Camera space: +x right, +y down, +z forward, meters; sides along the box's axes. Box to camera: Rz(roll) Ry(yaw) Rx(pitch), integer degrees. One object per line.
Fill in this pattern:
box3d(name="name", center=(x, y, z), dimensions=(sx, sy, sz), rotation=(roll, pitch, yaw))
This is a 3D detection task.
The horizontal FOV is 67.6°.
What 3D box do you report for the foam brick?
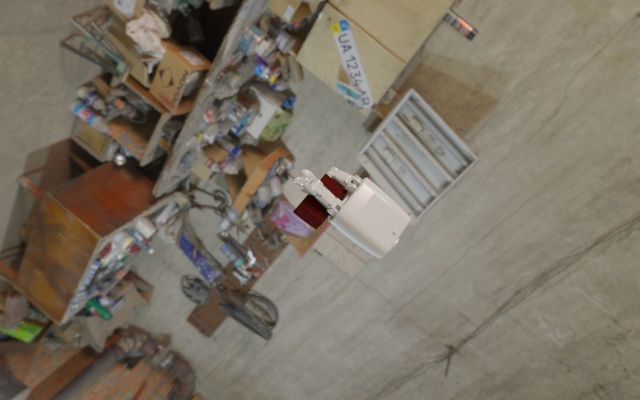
box3d(name="foam brick", center=(0.000, 0.003, 0.821), dimensions=(0.051, 0.078, 0.053), rotation=(41, -19, -2))
